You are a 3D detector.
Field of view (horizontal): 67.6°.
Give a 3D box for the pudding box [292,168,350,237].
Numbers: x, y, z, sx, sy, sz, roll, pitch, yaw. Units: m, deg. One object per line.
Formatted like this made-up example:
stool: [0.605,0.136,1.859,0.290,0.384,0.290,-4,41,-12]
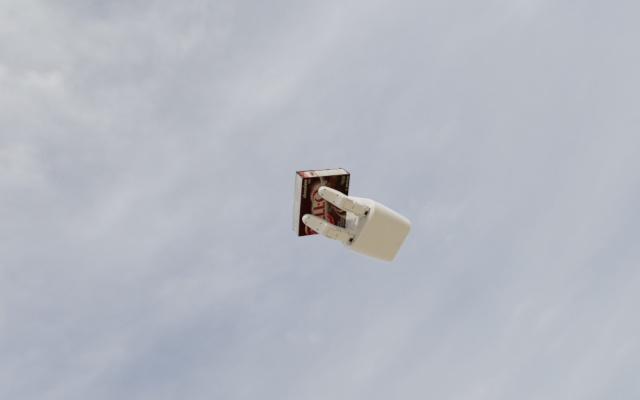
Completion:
pudding box: [0.000,0.003,0.828,0.090,0.113,0.039,-7,24,-24]
